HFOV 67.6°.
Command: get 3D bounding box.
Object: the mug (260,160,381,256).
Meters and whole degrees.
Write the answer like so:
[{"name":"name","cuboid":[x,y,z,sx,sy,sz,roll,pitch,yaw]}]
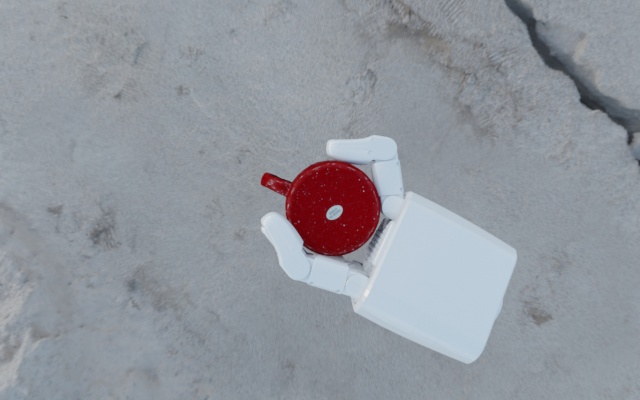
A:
[{"name":"mug","cuboid":[-0.001,0.001,0.439,0.117,0.093,0.081,26,1,0]}]
